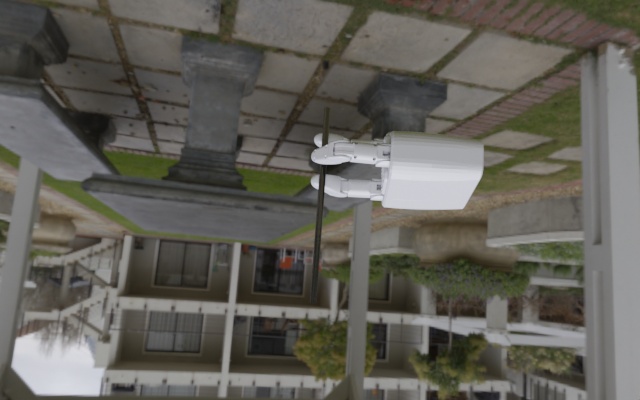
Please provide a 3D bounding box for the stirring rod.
[{"bbox_3d":[0.000,0.002,0.582,0.011,0.239,0.011,4,-10,1],"label":"stirring rod"}]
